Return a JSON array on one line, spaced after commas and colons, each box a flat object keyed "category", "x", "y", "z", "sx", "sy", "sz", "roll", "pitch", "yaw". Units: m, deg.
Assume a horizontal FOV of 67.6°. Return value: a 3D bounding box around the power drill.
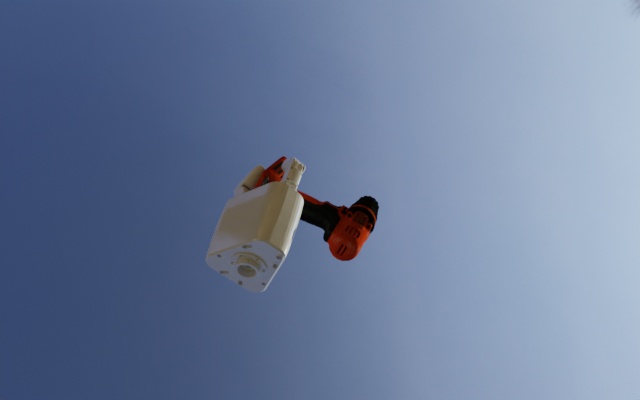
[{"category": "power drill", "x": 0.000, "y": 0.002, "z": 0.751, "sx": 0.187, "sy": 0.057, "sz": 0.184, "roll": 29, "pitch": 25, "yaw": 5}]
